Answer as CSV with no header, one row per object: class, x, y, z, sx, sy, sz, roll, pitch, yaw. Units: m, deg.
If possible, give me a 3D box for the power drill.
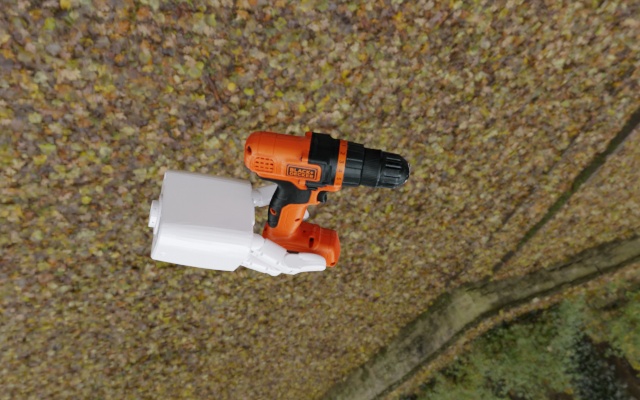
power drill,0.000,0.002,0.578,0.184,0.188,0.057,10,45,0
